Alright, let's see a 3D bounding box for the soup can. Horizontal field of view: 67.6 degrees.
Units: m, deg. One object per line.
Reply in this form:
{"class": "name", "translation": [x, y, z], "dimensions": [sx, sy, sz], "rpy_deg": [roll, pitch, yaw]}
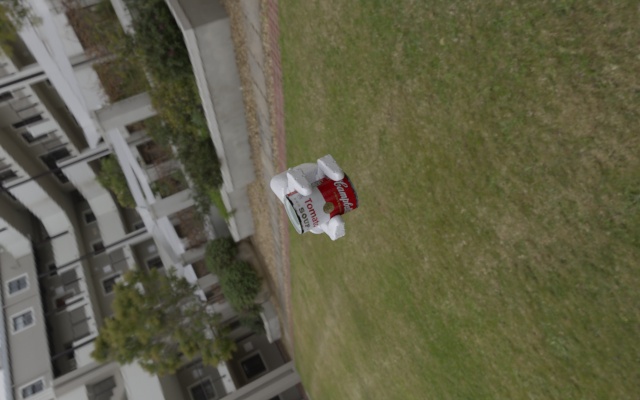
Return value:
{"class": "soup can", "translation": [0.000, 0.003, 0.757], "dimensions": [0.102, 0.068, 0.068], "rpy_deg": [-25, 6, -14]}
